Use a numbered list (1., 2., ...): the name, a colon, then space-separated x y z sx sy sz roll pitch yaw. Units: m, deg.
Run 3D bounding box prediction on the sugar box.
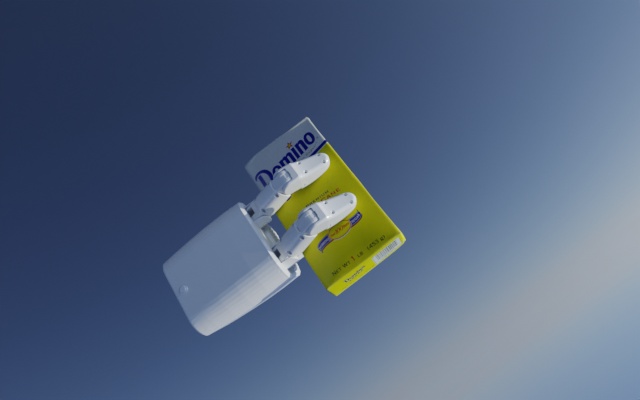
1. sugar box: 0.000 0.002 0.508 0.093 0.176 0.048 -38 -24 1
